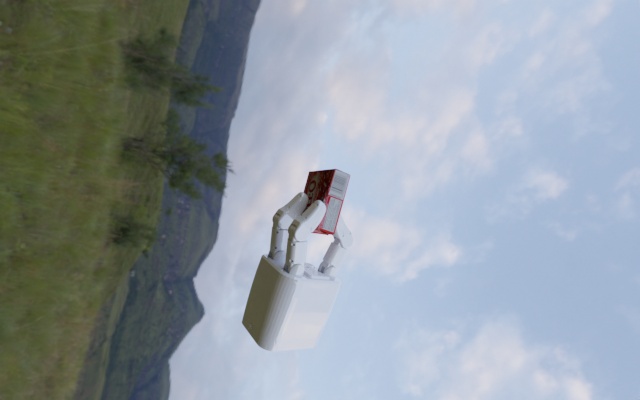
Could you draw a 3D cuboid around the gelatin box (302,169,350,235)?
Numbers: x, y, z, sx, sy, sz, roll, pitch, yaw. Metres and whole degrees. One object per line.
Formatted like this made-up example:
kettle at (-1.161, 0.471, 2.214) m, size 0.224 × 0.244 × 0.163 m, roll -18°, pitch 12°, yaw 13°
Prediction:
gelatin box at (0.001, 0.002, 0.667) m, size 0.030 × 0.089 × 0.073 m, roll 21°, pitch -10°, yaw -28°
